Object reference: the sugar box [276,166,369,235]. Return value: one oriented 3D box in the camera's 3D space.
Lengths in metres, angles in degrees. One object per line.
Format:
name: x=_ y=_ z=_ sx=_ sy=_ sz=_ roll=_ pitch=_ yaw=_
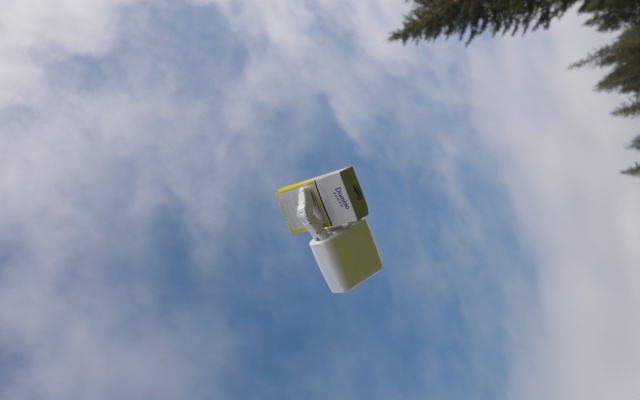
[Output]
sugar box: x=0.000 y=0.003 z=0.879 sx=0.176 sy=0.093 sz=0.048 roll=-14 pitch=9 yaw=42
